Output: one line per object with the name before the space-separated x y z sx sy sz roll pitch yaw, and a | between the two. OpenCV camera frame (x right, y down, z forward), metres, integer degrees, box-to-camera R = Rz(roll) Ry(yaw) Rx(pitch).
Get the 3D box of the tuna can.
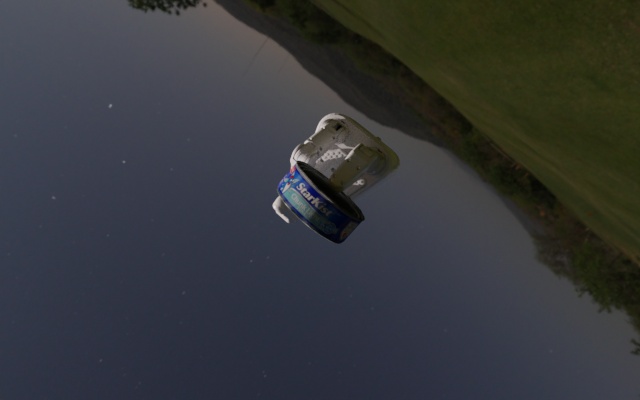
tuna can | 0.000 0.002 0.461 0.086 0.034 0.086 39 11 -9
